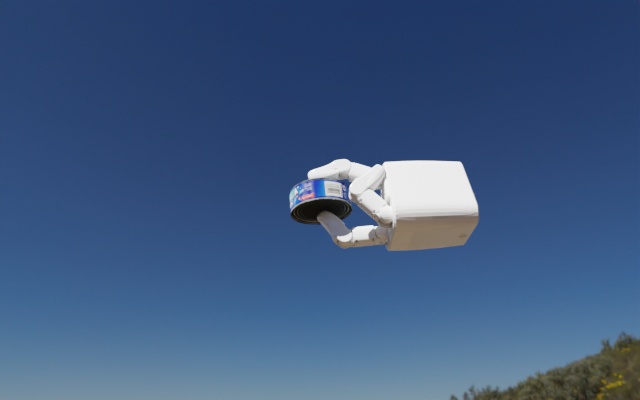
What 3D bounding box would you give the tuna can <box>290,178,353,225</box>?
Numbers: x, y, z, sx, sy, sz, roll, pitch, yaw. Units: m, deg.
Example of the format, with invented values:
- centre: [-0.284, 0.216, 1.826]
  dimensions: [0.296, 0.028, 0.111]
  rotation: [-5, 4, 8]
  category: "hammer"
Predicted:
- centre: [0.000, 0.002, 0.661]
  dimensions: [0.086, 0.033, 0.086]
  rotation: [-5, -25, -2]
  category: "tuna can"
